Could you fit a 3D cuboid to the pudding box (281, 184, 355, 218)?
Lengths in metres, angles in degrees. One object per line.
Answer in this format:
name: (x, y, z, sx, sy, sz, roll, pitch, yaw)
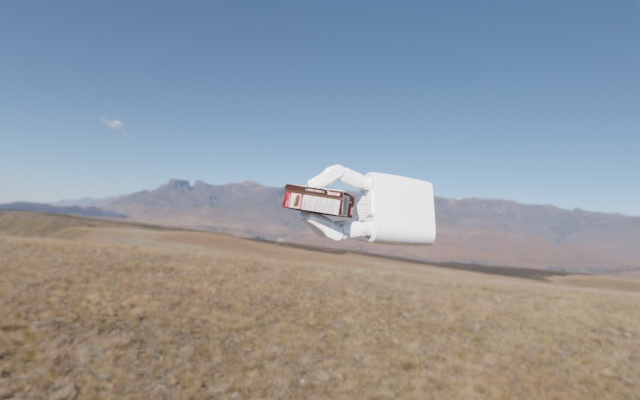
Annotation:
pudding box: (0.000, 0.002, 0.724, 0.090, 0.039, 0.113, 8, -4, 12)
